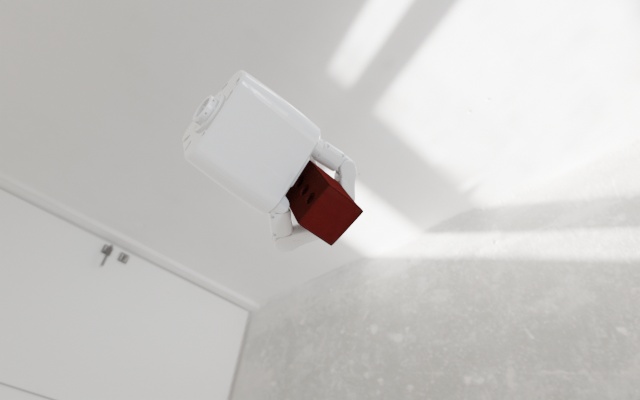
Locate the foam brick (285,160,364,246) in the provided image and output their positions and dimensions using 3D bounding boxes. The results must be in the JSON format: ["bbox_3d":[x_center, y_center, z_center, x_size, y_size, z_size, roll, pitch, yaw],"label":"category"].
[{"bbox_3d":[0.000,0.002,0.520,0.051,0.053,0.078,37,8,-29],"label":"foam brick"}]
